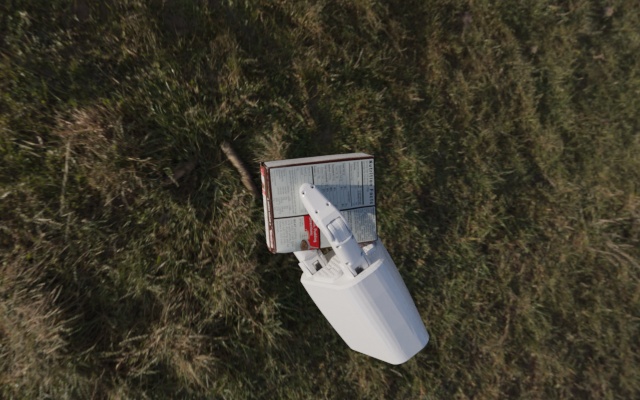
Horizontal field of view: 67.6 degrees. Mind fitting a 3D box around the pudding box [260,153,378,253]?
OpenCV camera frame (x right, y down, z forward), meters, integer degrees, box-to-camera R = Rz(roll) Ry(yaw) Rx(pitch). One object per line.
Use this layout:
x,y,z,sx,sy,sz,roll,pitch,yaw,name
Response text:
0.000,0.002,0.480,0.113,0.090,0.039,-7,11,-16,pudding box
